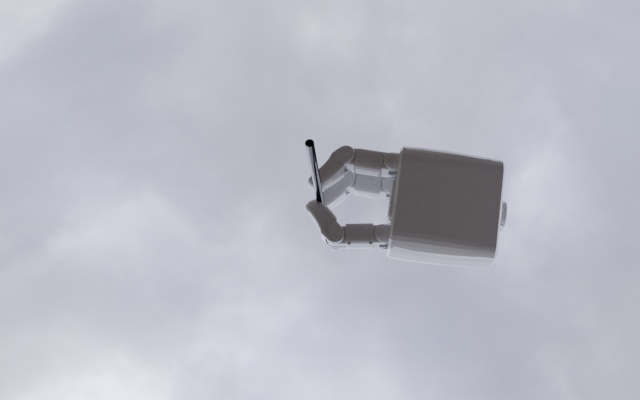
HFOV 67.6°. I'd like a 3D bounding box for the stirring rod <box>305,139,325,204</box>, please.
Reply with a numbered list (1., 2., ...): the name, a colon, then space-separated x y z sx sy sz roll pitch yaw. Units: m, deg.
1. stirring rod: 0.000 0.002 0.520 0.011 0.011 0.240 0 -25 5
